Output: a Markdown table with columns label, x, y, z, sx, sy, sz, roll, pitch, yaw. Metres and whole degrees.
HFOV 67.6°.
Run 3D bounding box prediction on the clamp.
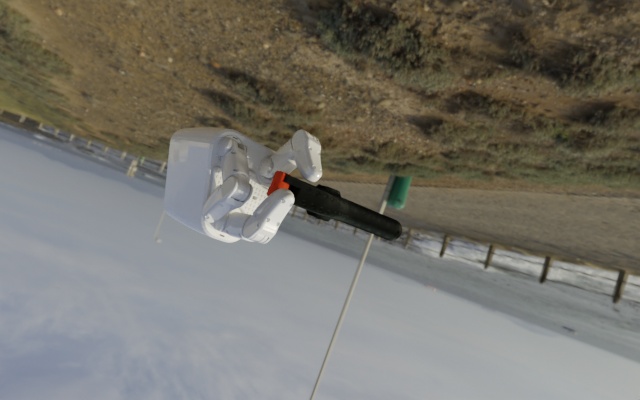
| label | x | y | z | sx | sy | sz | roll | pitch | yaw |
| --- | --- | --- | --- | --- | --- | --- | --- | --- | --- |
| clamp | 0.000 | 0.002 | 0.527 | 0.171 | 0.039 | 0.120 | 25 | -9 | -42 |
